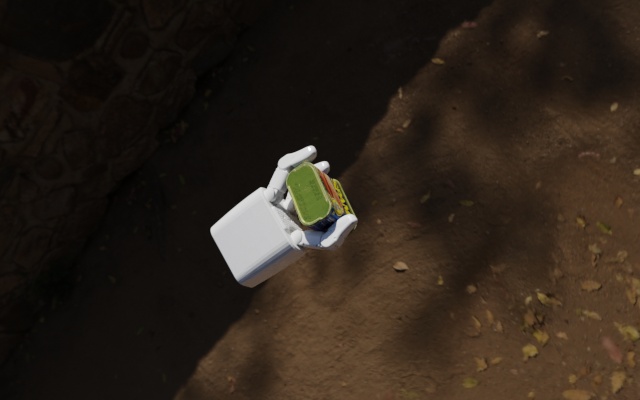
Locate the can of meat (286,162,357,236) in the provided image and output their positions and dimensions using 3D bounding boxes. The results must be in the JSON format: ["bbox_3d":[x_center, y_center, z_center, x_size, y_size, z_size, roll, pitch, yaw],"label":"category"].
[{"bbox_3d":[0.000,0.002,0.704,0.057,0.102,0.084,-33,-31,16],"label":"can of meat"}]
